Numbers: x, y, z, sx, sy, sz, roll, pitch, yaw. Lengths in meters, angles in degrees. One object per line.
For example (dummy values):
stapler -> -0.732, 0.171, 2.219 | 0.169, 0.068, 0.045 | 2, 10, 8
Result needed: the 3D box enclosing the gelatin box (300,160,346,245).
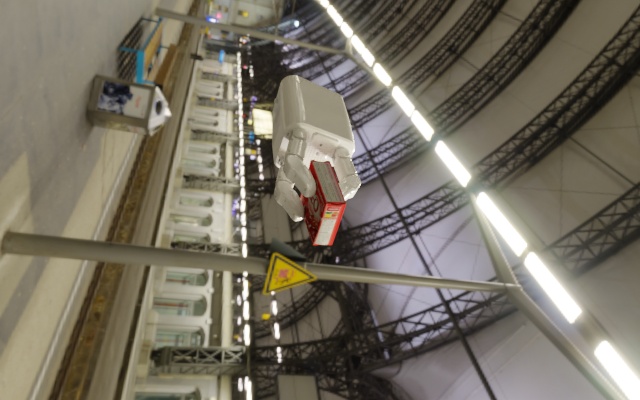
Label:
gelatin box -> 0.001, 0.002, 0.619 | 0.030, 0.073, 0.089 | 1, 41, -19
